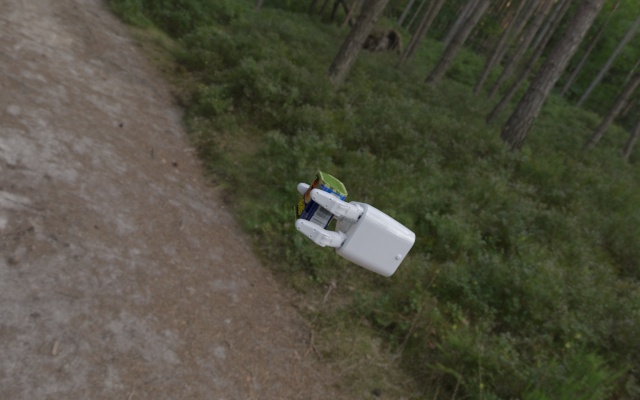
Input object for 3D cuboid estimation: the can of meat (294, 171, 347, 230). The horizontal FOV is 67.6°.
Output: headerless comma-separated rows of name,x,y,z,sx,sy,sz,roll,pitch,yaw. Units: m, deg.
can of meat,0.000,0.002,0.817,0.057,0.084,0.102,30,12,-12
